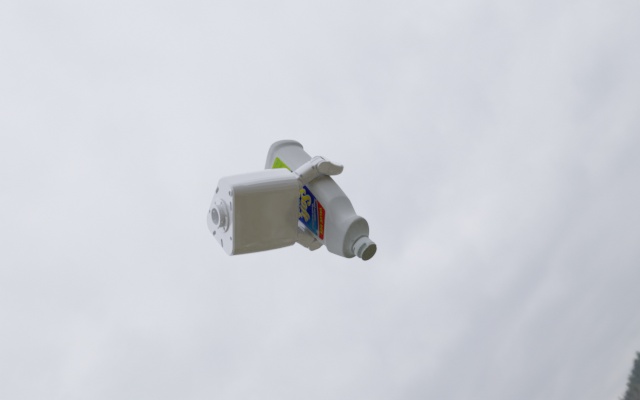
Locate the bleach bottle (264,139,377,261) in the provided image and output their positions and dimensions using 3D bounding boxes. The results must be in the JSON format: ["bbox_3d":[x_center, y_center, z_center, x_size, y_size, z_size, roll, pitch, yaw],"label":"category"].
[{"bbox_3d":[0.000,0.002,0.742,0.068,0.103,0.250,-7,35,-37],"label":"bleach bottle"}]
